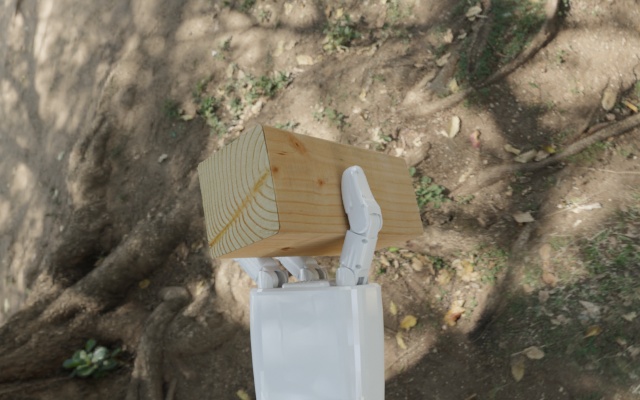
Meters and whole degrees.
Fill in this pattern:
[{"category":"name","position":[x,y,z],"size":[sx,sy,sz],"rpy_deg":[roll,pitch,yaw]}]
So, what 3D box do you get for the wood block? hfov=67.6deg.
[{"category":"wood block","position":[0.000,0.002,0.460],"size":[0.091,0.090,0.206],"rpy_deg":[-23,-19,38]}]
